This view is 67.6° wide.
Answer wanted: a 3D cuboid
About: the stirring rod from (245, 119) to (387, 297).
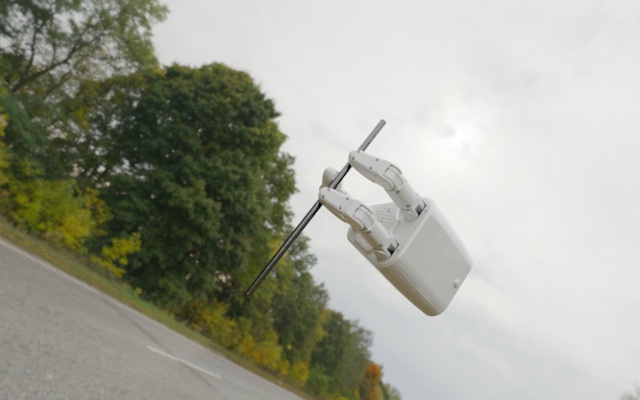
[{"bbox_3d":[0.000,0.002,0.502,0.011,0.239,0.011,34,-17,12],"label":"stirring rod"}]
